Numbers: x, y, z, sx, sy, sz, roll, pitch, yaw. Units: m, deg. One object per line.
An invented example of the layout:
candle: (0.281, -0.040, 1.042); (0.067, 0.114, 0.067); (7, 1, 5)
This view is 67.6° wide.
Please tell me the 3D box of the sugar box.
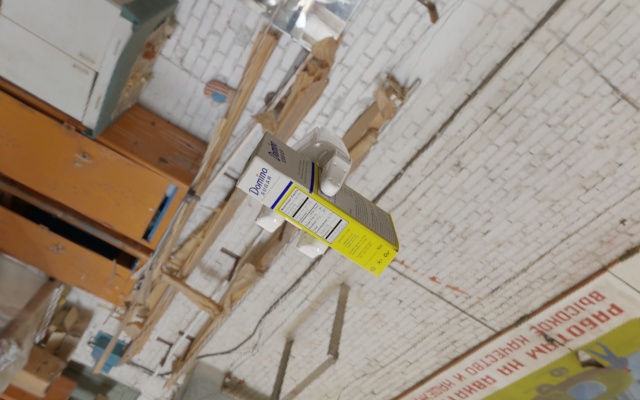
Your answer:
sugar box: (0.000, 0.002, 0.511); (0.176, 0.048, 0.093); (31, 20, -11)
